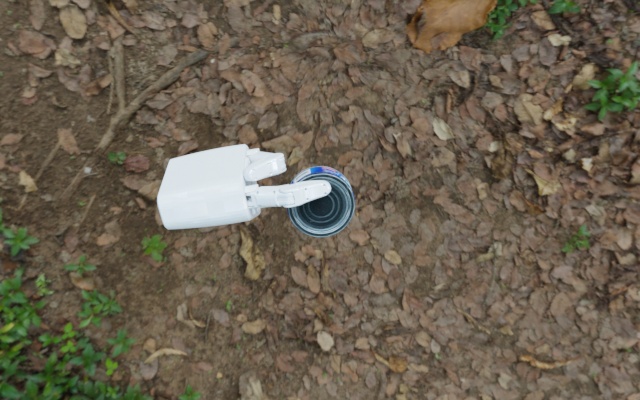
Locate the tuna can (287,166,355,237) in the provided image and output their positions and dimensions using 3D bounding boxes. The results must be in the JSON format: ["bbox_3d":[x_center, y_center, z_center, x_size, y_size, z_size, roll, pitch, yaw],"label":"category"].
[{"bbox_3d":[0.000,0.002,0.598,0.086,0.086,0.033,0,17,-4],"label":"tuna can"}]
